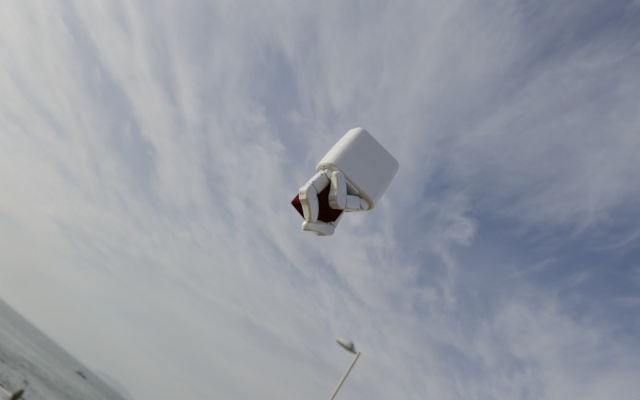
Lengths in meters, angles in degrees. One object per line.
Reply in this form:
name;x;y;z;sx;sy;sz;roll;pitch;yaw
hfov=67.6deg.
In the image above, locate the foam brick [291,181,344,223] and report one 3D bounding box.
foam brick;0.000;0.003;0.813;0.078;0.053;0.051;-6;38;51
